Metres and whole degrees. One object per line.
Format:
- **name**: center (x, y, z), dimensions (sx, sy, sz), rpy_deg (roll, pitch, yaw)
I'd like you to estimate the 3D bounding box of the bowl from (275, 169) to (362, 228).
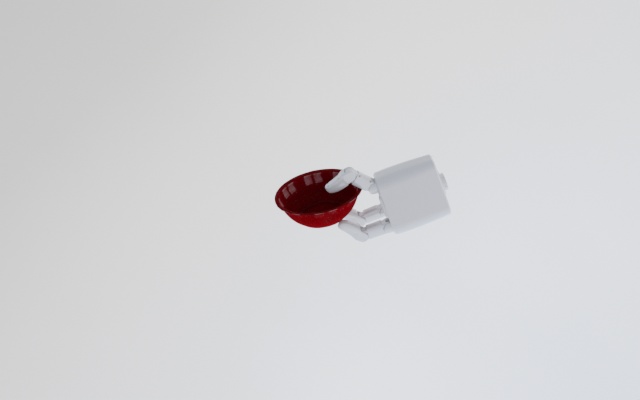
- **bowl**: center (-0.001, 0.003, 0.873), dimensions (0.162, 0.055, 0.162), rpy_deg (-8, 30, 5)
